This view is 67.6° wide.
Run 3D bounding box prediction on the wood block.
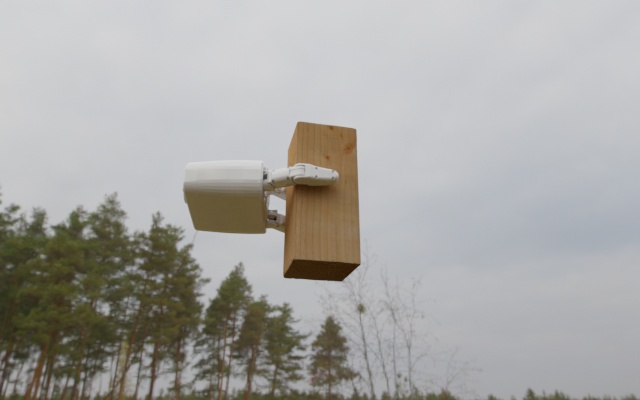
[{"bbox_3d":[0.000,0.002,0.681,0.090,0.206,0.091,6,-25,-12],"label":"wood block"}]
